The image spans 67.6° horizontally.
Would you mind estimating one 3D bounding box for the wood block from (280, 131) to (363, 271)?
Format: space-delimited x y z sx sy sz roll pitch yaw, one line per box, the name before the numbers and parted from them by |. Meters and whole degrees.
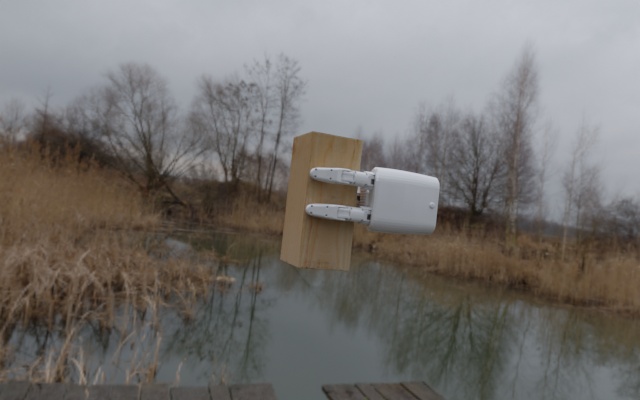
wood block | 0.000 0.002 0.770 0.090 0.206 0.091 7 -2 -22
